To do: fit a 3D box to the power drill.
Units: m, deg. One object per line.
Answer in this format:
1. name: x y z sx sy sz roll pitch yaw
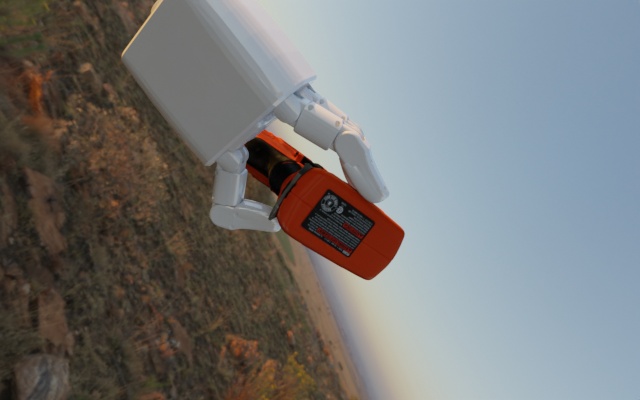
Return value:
1. power drill: 0.000 0.001 0.446 0.184 0.057 0.187 33 4 -27
